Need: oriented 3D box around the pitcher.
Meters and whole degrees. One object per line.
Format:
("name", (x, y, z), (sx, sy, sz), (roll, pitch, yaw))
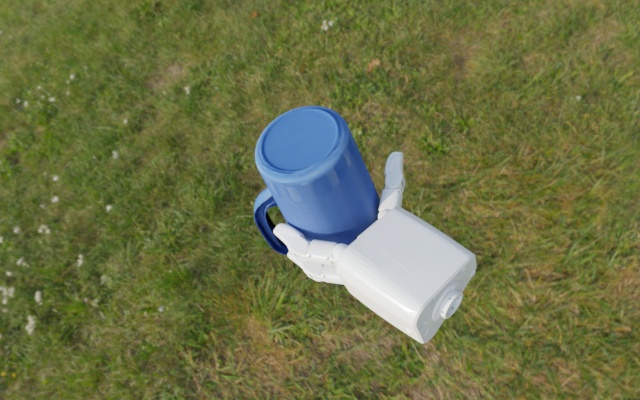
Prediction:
("pitcher", (0.000, 0.002, 0.603), (0.145, 0.149, 0.243), (34, -17, 34))
